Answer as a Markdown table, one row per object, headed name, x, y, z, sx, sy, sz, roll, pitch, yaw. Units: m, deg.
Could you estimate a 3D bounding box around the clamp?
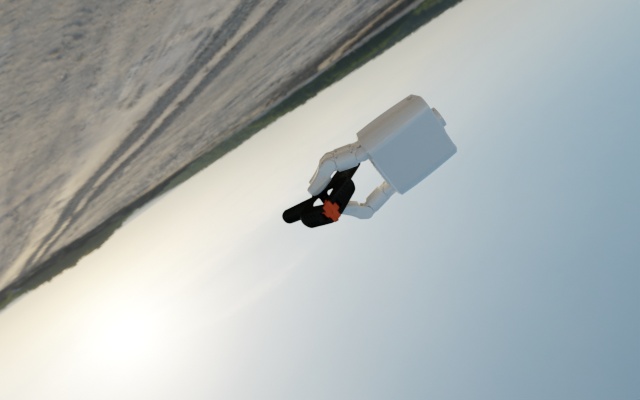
| name | x | y | z | sx | sy | sz | roll | pitch | yaw |
| --- | --- | --- | --- | --- | --- | --- | --- | --- | --- |
| clamp | 0.001 | 0.003 | 0.724 | 0.164 | 0.036 | 0.210 | -40 | 11 | 10 |
